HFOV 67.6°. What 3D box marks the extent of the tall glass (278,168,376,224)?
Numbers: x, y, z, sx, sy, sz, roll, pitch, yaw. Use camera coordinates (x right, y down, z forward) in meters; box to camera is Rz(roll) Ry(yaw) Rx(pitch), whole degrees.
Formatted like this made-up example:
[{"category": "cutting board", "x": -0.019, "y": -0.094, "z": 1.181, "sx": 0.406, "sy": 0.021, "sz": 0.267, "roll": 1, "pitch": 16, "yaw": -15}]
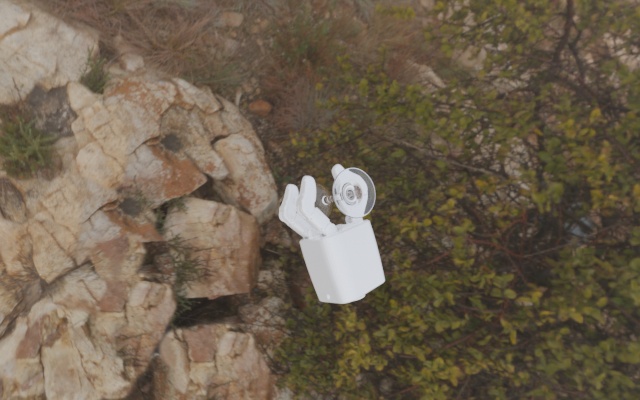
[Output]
[{"category": "tall glass", "x": 0.000, "y": 0.002, "z": 0.775, "sx": 0.079, "sy": 0.079, "sz": 0.201, "roll": 0, "pitch": -7, "yaw": -30}]
